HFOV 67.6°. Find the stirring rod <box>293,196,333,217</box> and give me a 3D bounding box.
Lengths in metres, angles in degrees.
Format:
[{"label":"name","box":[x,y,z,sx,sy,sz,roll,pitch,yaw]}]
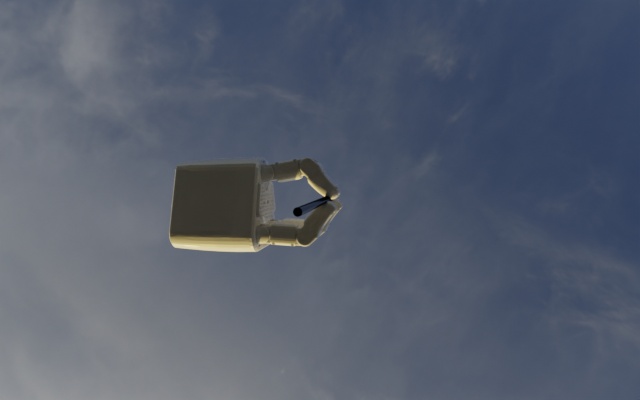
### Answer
[{"label":"stirring rod","box":[0.000,0.002,0.513,0.011,0.011,0.239,0,4,9]}]
